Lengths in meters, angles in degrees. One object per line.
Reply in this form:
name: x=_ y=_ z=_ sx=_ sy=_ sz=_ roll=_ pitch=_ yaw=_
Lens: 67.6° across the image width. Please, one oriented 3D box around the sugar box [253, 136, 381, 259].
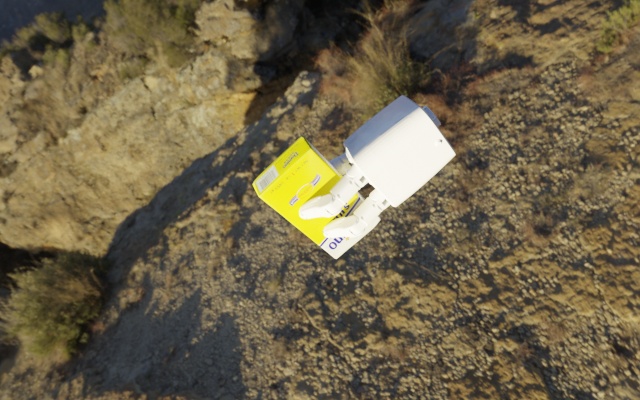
sugar box: x=0.000 y=0.002 z=0.658 sx=0.176 sy=0.093 sz=0.048 roll=42 pitch=11 yaw=-36
